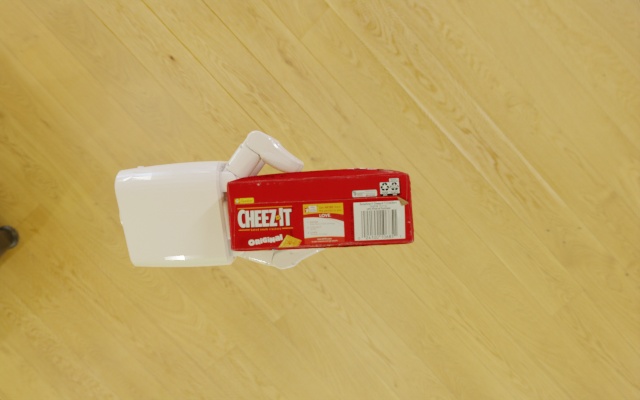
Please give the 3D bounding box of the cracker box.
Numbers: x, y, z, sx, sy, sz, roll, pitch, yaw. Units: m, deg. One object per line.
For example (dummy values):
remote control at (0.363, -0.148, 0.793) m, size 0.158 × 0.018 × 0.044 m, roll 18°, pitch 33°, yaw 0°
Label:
cracker box at (0.000, 0.002, 0.520) m, size 0.164 × 0.072 × 0.213 m, roll -3°, pitch 4°, yaw 1°
